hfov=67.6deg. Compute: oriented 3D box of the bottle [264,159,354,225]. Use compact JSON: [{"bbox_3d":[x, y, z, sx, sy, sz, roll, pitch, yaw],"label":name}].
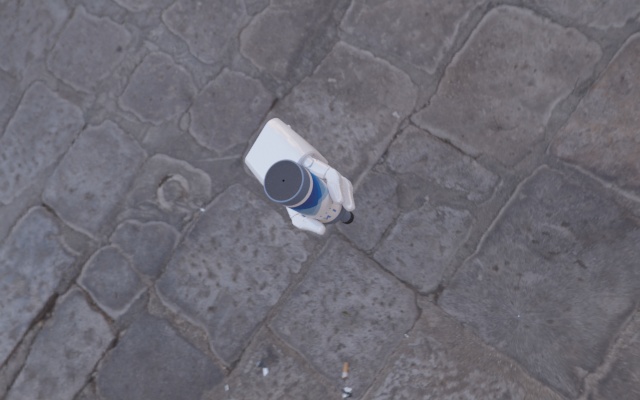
[{"bbox_3d":[0.000,0.003,0.833,0.069,0.069,0.296,0,-13,22],"label":"bottle"}]
